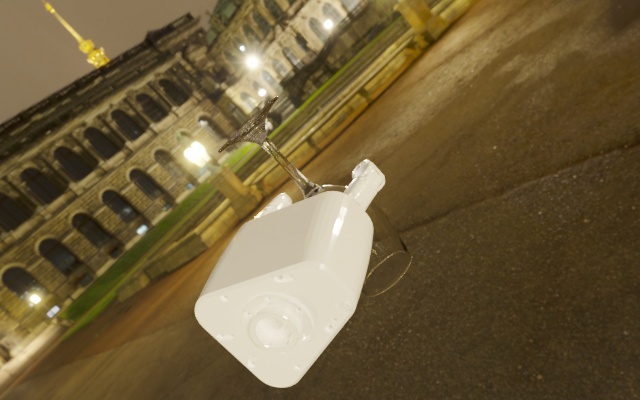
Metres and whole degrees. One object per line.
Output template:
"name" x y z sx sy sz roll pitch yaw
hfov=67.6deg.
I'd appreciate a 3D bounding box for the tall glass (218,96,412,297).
"tall glass" 0.000 0.001 0.455 0.079 0.201 0.079 -41 12 10
